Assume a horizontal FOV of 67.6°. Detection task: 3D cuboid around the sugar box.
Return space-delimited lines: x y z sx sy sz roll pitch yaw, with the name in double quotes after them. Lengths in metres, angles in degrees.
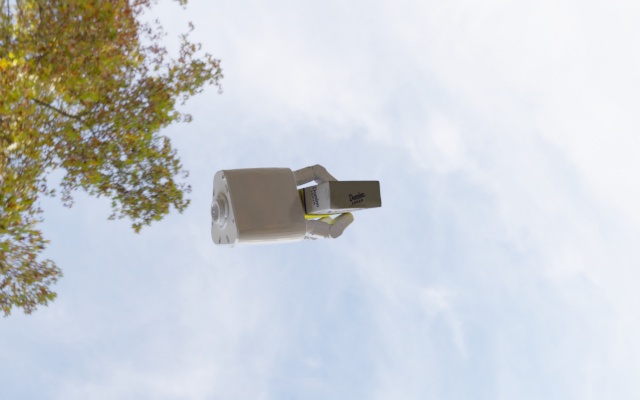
0.000 0.003 0.724 0.093 0.048 0.176 -2 -3 -35 "sugar box"
